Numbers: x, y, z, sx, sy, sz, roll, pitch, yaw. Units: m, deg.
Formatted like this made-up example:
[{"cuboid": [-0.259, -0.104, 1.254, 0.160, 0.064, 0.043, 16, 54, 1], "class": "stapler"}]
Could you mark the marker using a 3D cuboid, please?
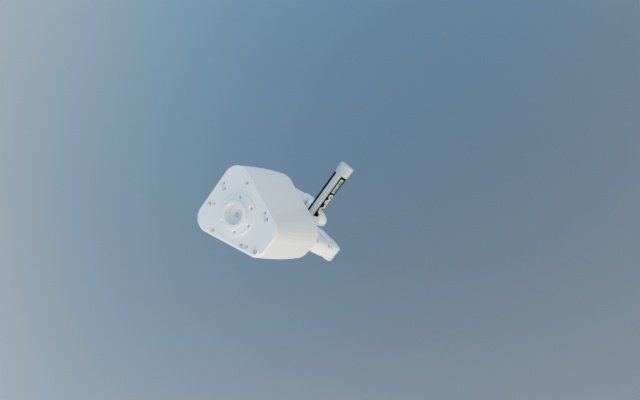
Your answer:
[{"cuboid": [0.000, 0.002, 0.635, 0.020, 0.121, 0.020, 35, 11, -8], "class": "marker"}]
